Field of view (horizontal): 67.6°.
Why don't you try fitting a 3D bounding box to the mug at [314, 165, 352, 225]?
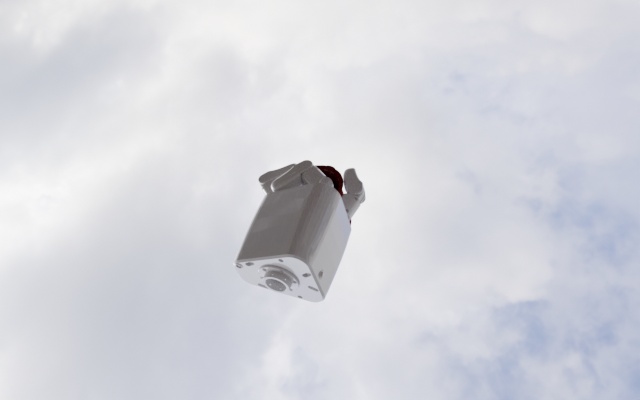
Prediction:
[{"bbox_3d":[0.001,0.001,0.679,0.093,0.117,0.082,2,-43,24],"label":"mug"}]
